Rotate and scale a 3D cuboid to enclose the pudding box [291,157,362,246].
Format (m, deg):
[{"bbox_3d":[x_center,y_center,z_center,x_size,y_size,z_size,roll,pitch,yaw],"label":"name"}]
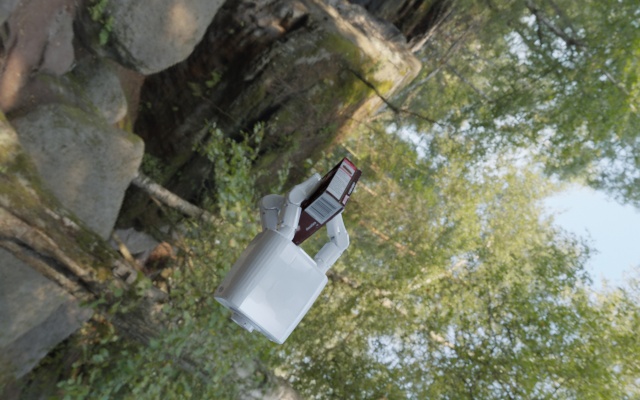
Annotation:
[{"bbox_3d":[0.000,0.002,0.666,0.113,0.039,0.090,-39,14,39],"label":"pudding box"}]
